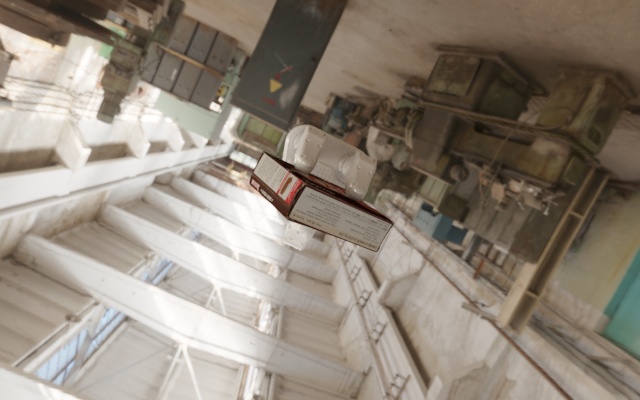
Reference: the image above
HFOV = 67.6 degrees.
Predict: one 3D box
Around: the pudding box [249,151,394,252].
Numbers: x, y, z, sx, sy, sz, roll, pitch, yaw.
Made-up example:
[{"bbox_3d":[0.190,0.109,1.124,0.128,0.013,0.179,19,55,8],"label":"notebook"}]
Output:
[{"bbox_3d":[0.000,0.002,0.447,0.113,0.039,0.090,21,9,-36],"label":"pudding box"}]
